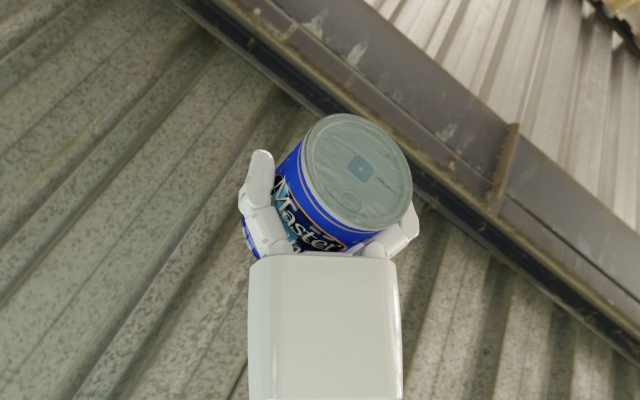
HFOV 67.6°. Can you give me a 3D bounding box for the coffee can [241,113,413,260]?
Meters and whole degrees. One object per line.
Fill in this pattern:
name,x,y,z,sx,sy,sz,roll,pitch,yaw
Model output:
coffee can,0.000,0.001,0.436,0.103,0.102,0.140,0,-23,-31
